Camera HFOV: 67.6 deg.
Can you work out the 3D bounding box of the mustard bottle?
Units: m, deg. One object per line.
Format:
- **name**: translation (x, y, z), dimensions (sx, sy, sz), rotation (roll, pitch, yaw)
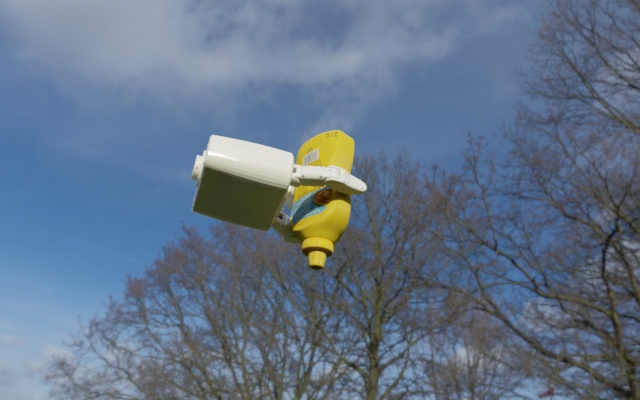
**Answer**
- **mustard bottle**: translation (0.000, 0.002, 0.654), dimensions (0.058, 0.191, 0.096), rotation (29, -38, -36)
